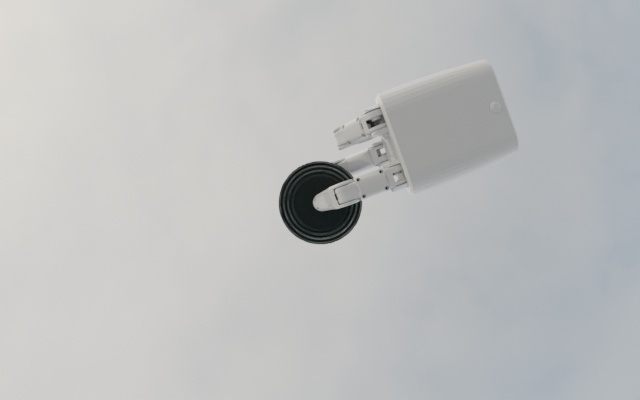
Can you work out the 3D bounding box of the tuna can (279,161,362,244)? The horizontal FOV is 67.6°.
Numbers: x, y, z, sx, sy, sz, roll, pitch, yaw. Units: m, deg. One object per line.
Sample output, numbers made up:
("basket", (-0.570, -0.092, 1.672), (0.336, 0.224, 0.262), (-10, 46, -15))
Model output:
("tuna can", (0.000, 0.002, 0.504), (0.086, 0.086, 0.034), (0, 3, 1))
